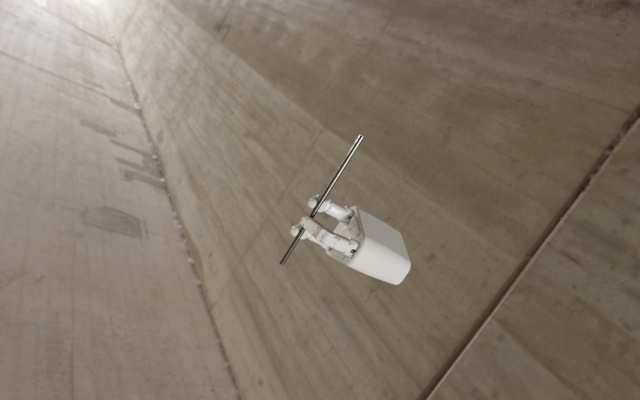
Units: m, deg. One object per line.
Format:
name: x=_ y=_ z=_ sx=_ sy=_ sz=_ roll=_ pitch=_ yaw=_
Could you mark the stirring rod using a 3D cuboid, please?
stirring rod: x=0.000 y=0.002 z=0.745 sx=0.011 sy=0.239 sz=0.011 roll=31 pitch=11 yaw=-7
